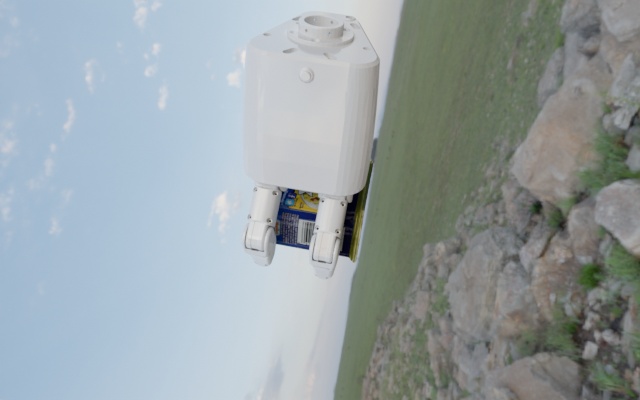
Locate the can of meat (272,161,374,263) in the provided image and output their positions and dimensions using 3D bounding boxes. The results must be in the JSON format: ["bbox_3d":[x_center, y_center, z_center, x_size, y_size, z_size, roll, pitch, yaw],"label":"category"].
[{"bbox_3d":[0.000,0.001,0.440,0.084,0.057,0.102,10,41,5],"label":"can of meat"}]
